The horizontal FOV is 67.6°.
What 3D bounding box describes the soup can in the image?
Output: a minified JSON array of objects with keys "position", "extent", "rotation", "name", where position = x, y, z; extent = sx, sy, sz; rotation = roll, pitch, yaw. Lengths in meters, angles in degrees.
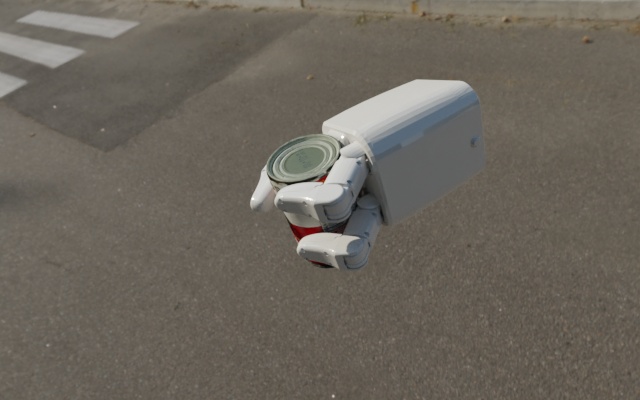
[{"position":[-0.001,0.001,0.422],"extent":[0.068,0.102,0.068],"rotation":[-13,39,10],"name":"soup can"}]
